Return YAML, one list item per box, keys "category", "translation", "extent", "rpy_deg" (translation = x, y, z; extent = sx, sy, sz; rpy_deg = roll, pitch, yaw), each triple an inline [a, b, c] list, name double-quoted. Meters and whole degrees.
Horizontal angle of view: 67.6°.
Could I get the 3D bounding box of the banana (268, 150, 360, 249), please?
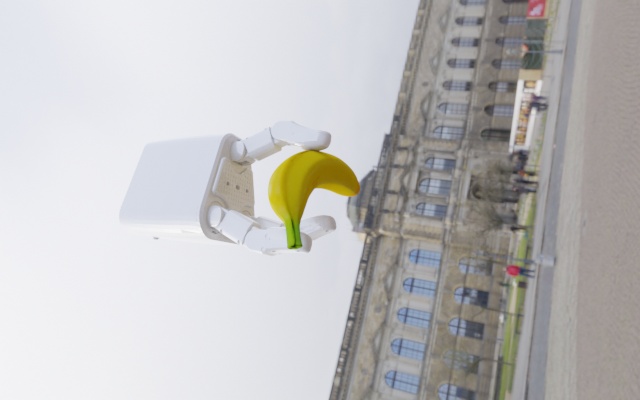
- category: "banana"
  translation: [-0.005, -0.016, 0.459]
  extent: [0.037, 0.069, 0.197]
  rpy_deg: [-9, 11, 23]
